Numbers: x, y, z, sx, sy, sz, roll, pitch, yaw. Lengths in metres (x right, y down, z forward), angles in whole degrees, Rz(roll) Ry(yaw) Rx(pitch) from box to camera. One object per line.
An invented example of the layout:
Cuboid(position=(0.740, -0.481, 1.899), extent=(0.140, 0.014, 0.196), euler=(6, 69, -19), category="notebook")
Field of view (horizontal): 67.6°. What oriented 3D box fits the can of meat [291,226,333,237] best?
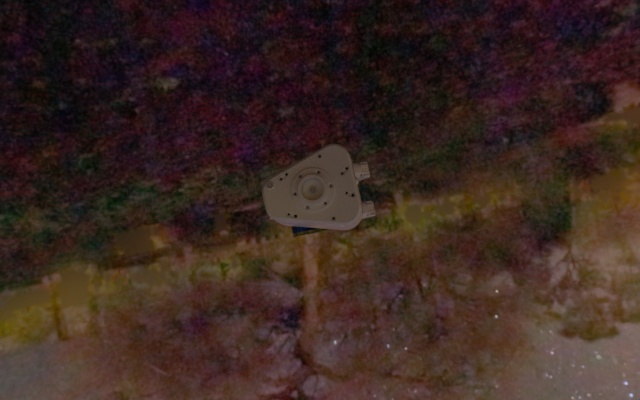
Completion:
Cuboid(position=(0.000, 0.003, 0.683), extent=(0.102, 0.084, 0.057), euler=(-12, -5, -1), category="can of meat")
